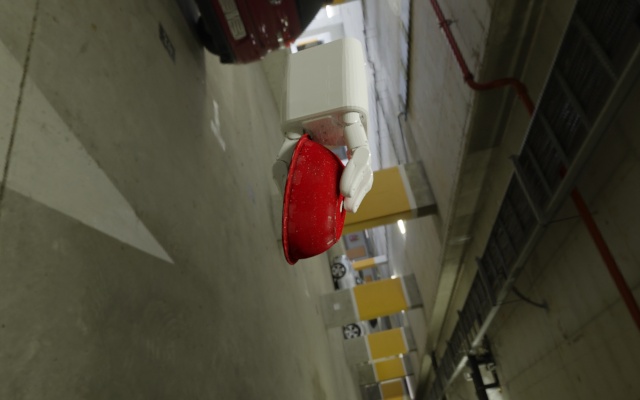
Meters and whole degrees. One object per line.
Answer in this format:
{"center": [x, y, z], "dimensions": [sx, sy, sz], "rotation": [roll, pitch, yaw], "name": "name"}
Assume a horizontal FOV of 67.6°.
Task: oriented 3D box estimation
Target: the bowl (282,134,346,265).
{"center": [0.000, 0.003, 0.582], "dimensions": [0.055, 0.162, 0.162], "rotation": [7, 1, 10], "name": "bowl"}
